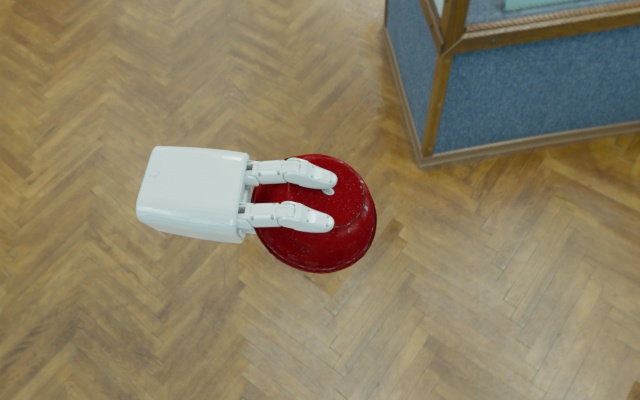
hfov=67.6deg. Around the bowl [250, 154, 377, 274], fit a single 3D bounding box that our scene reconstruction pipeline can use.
[{"bbox_3d":[0.001,0.002,0.568,0.162,0.162,0.055,0,-27,-17],"label":"bowl"}]
